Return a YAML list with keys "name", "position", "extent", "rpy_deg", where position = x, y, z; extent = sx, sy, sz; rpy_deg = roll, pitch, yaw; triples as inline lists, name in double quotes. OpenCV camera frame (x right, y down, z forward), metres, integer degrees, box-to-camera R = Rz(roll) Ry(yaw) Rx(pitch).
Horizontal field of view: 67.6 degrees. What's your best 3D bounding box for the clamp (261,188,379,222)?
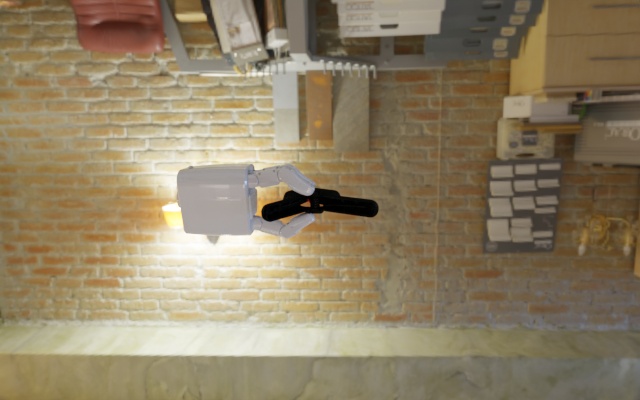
- name: "clamp"
  position: [0.000, 0.003, 0.752]
  extent: [0.164, 0.036, 0.210]
  rpy_deg: [0, 8, 0]
